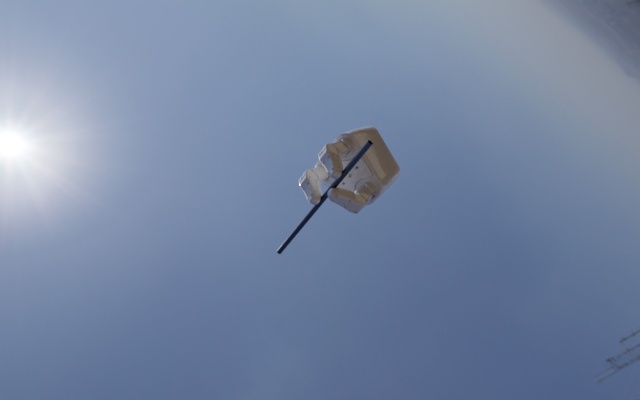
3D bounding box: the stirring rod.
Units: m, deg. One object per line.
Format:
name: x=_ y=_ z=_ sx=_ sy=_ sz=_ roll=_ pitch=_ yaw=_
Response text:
stirring rod: x=0.000 y=0.002 z=0.693 sx=0.011 sy=0.011 sz=0.240 roll=0 pitch=-41 yaw=-47
